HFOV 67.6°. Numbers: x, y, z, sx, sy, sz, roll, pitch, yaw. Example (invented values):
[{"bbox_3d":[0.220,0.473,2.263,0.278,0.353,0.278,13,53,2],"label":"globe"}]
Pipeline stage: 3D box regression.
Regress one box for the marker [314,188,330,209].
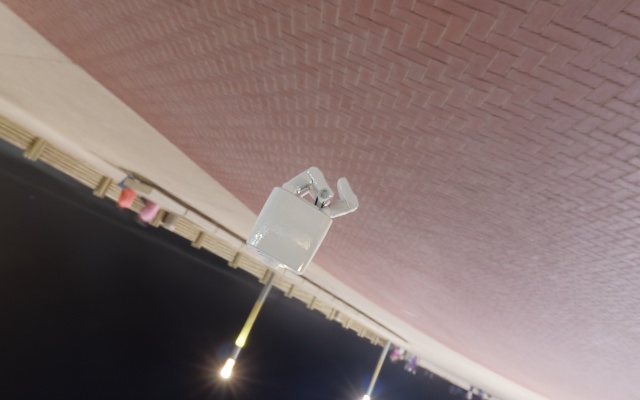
[{"bbox_3d":[0.000,0.003,0.791,0.020,0.020,0.121,0,-13,-5],"label":"marker"}]
